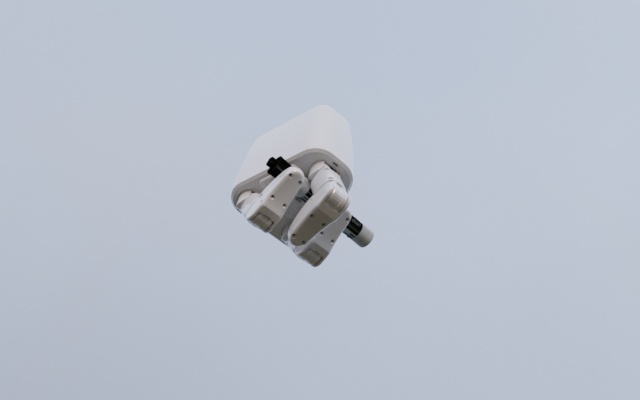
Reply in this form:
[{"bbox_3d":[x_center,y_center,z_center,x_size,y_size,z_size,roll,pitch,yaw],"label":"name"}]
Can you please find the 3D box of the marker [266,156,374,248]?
[{"bbox_3d":[0.000,0.001,0.428,0.121,0.020,0.020,39,-16,-21],"label":"marker"}]
